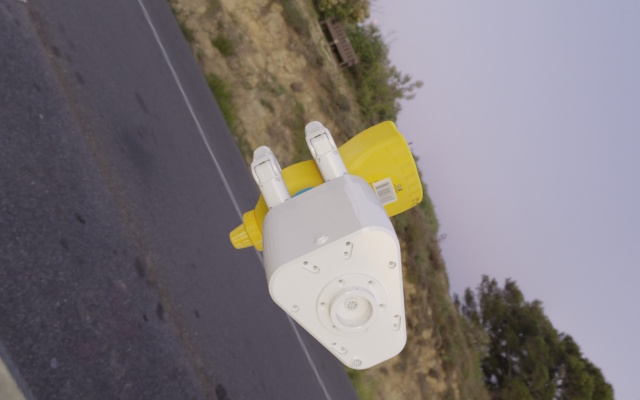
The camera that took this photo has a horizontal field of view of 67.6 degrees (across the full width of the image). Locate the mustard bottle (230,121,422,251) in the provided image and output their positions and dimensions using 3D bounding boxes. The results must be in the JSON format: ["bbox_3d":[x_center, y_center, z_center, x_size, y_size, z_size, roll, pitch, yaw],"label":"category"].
[{"bbox_3d":[0.000,0.001,0.472,0.191,0.058,0.096,-25,-45,3],"label":"mustard bottle"}]
